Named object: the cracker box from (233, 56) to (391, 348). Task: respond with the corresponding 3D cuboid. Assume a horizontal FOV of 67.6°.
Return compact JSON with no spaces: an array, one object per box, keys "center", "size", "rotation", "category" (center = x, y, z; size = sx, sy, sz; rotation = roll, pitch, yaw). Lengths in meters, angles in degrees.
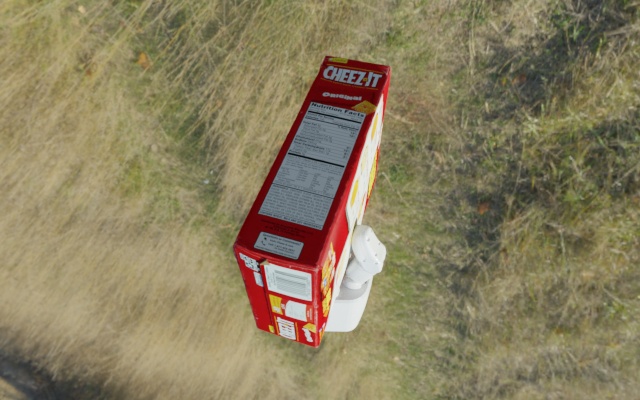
[{"center":[0.000,0.002,0.438],"size":[0.072,0.213,0.164],"rotation":[15,-33,10],"category":"cracker box"}]
